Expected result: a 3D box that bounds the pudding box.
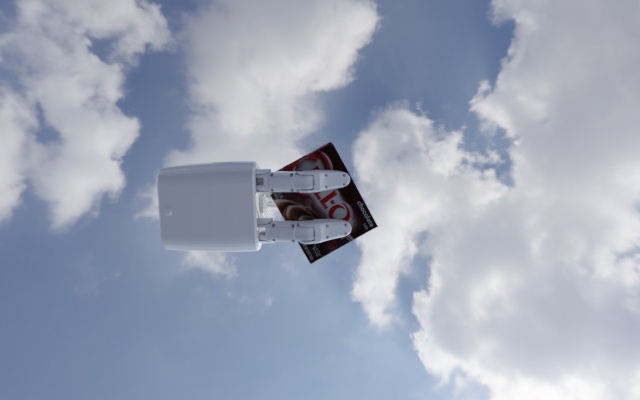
[{"bbox_3d":[0.000,0.002,0.553,0.090,0.113,0.039,-29,8,3],"label":"pudding box"}]
